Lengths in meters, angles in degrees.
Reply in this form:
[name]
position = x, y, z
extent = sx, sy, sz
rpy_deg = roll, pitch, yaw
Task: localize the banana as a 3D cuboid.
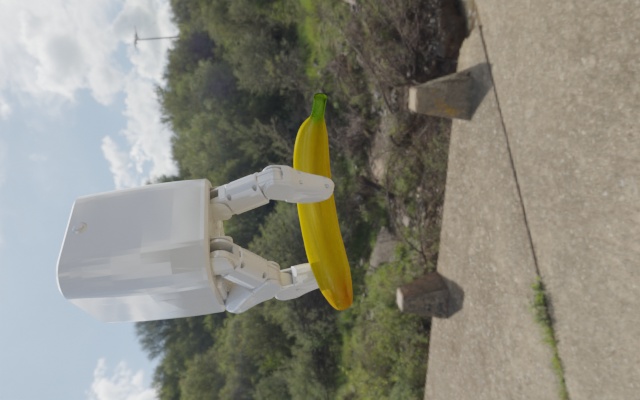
[banana]
position = -0.002, 0.004, 0.437
extent = 0.037, 0.197, 0.070
rpy_deg = -6, -19, -6
